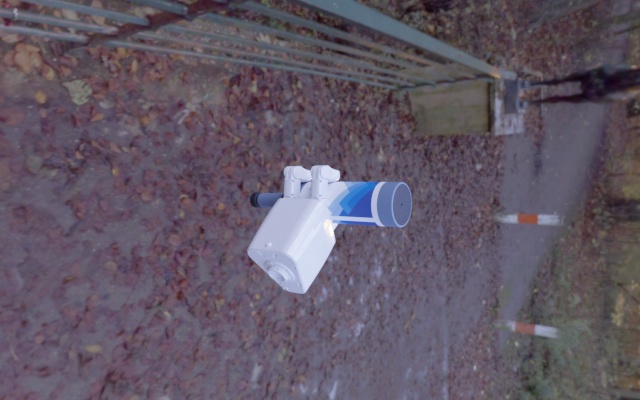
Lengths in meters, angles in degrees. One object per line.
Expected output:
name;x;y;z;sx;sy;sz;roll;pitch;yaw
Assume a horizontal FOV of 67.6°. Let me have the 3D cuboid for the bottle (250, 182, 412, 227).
bottle;0.000;0.003;0.784;0.295;0.069;0.069;2;1;36
